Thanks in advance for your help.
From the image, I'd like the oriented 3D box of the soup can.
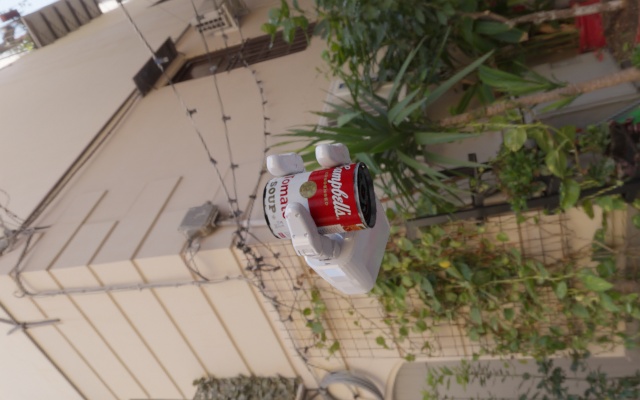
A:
[{"bbox_3d":[0.000,0.002,0.495,0.102,0.068,0.068,-9,-3,20],"label":"soup can"}]
